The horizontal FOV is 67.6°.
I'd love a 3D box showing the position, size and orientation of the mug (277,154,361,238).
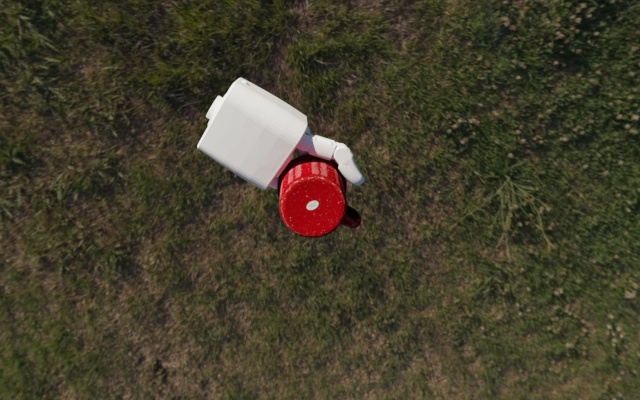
[{"bbox_3d":[0.001,0.003,0.604,0.117,0.093,0.081,31,15,-12],"label":"mug"}]
